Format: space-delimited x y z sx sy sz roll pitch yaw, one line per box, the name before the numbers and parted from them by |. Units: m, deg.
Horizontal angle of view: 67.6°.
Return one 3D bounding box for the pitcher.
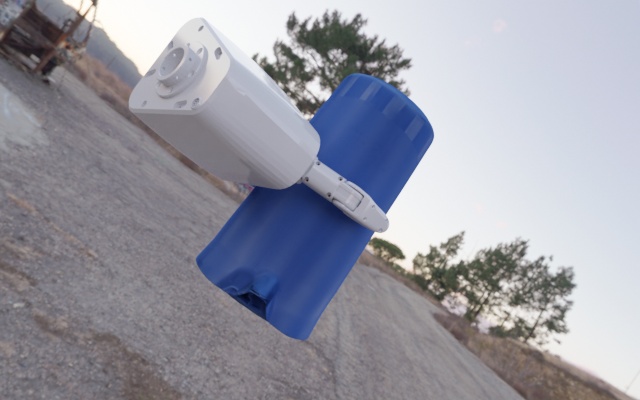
pitcher | 0.000 0.002 0.480 0.149 0.243 0.145 34 -3 44
